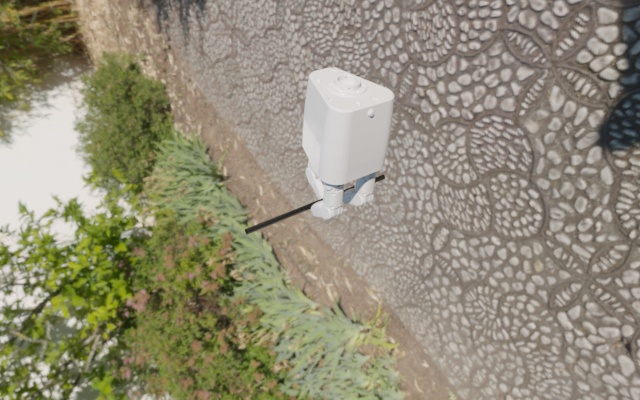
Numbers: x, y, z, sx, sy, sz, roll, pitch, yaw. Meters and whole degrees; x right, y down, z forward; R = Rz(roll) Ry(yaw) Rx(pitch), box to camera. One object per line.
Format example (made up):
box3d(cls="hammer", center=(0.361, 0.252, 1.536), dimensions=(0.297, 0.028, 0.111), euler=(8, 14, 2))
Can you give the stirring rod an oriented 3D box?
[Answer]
box3d(cls="stirring rod", center=(0.000, 0.002, 0.688), dimensions=(0.239, 0.011, 0.011), euler=(-22, 11, -28))
